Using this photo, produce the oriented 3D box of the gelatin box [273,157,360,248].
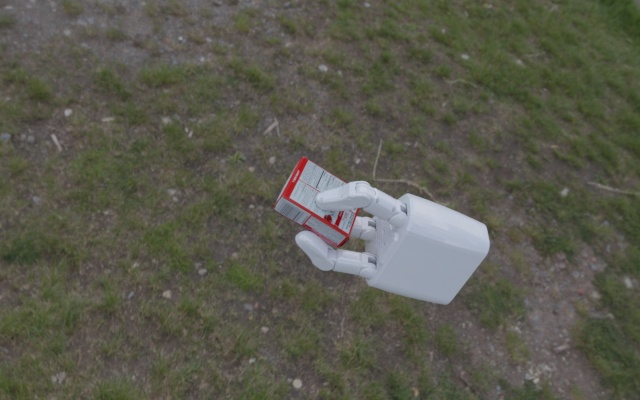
[{"bbox_3d":[0.000,0.001,0.544,0.089,0.073,0.030,32,-45,-9],"label":"gelatin box"}]
